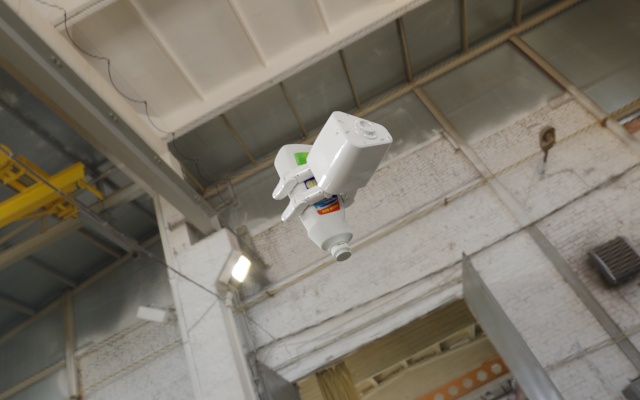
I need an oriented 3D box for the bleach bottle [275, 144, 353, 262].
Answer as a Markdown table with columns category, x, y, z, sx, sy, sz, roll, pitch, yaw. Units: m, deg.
| category | x | y | z | sx | sy | sz | roll | pitch | yaw |
| --- | --- | --- | --- | --- | --- | --- | --- | --- | --- |
| bleach bottle | 0.000 | 0.003 | 0.869 | 0.102 | 0.250 | 0.068 | 1 | -44 | -33 |
